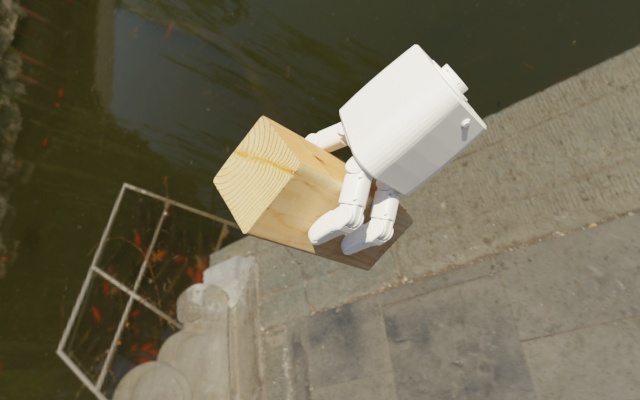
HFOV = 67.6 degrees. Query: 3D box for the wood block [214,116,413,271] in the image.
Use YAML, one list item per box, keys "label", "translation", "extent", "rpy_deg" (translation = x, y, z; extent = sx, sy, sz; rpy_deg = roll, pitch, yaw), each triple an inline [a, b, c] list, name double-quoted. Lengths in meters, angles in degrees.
- label: "wood block"
  translation: [0.000, 0.001, 0.532]
  extent: [0.206, 0.090, 0.090]
  rpy_deg: [24, 22, -47]
